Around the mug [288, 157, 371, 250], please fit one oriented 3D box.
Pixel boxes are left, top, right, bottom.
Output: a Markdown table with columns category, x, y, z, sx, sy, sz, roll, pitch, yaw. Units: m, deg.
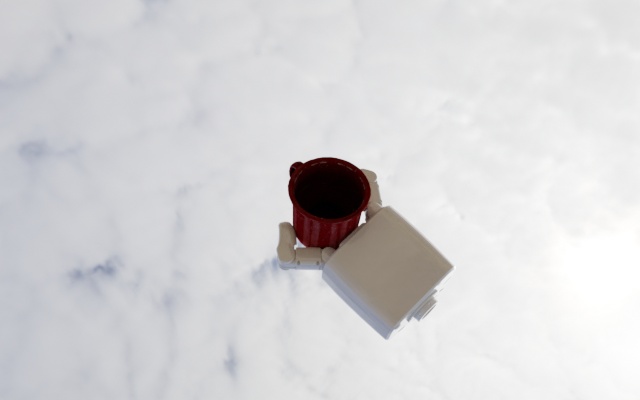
| category | x | y | z | sx | sy | sz | roll | pitch | yaw |
| --- | --- | --- | --- | --- | --- | --- | --- | --- | --- |
| mug | -0.001 | 0.001 | 0.570 | 0.093 | 0.117 | 0.082 | -34 | -27 | -24 |
